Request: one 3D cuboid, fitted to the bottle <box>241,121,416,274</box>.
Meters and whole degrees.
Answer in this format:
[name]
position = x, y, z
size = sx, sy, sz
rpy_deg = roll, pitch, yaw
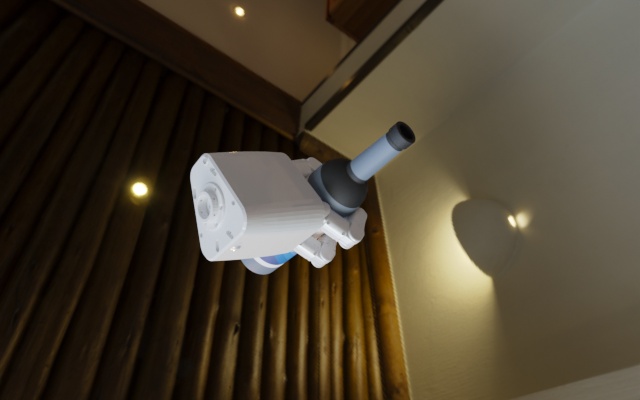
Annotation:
[bottle]
position = 0.000, 0.002, 0.582
size = 0.069, 0.069, 0.296
rpy_deg = 0, -29, -43
